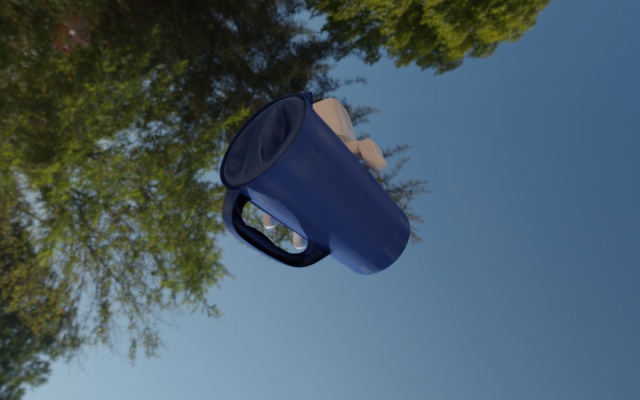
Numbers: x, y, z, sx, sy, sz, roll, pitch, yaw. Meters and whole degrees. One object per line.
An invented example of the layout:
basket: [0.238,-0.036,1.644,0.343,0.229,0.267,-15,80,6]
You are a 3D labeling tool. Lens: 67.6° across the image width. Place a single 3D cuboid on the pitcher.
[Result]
pitcher: [0.000,0.002,0.590,0.149,0.145,0.243,-35,-54,20]
